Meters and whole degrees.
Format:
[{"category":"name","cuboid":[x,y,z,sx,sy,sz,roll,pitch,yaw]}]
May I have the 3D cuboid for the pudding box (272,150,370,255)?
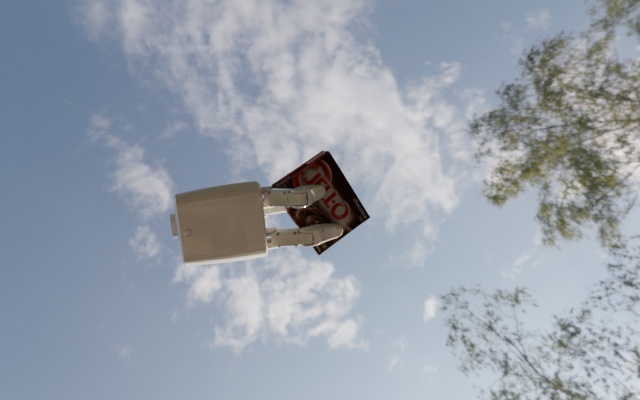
[{"category":"pudding box","cuboid":[0.000,0.002,0.647,0.090,0.113,0.039,-36,18,-7]}]
